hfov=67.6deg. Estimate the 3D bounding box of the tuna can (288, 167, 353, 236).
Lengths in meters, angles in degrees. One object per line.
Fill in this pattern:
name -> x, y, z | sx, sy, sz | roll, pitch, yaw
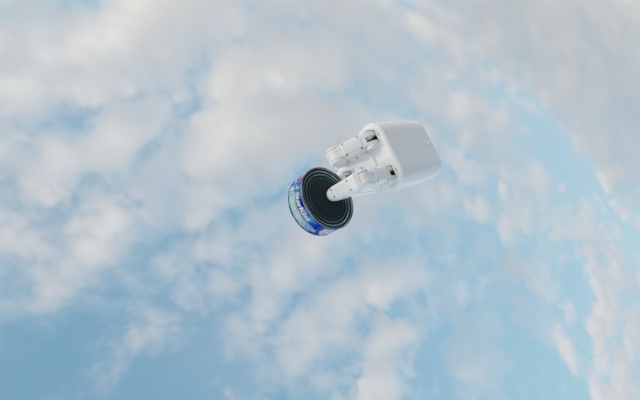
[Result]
tuna can -> 0.000, 0.002, 0.621 | 0.086, 0.086, 0.034 | 0, -22, -42
